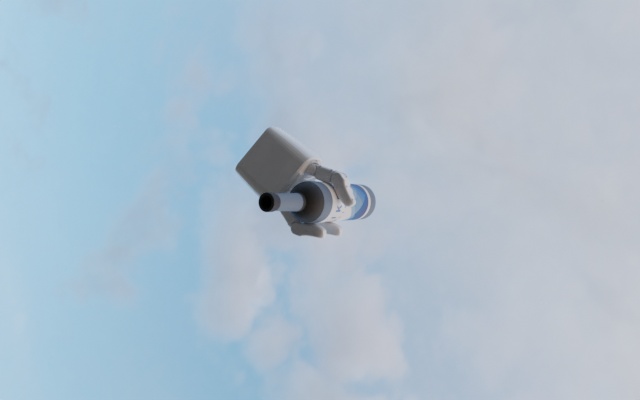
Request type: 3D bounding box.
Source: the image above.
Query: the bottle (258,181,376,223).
[{"bbox_3d":[0.000,0.003,0.779,0.069,0.069,0.296,0,0,31],"label":"bottle"}]
